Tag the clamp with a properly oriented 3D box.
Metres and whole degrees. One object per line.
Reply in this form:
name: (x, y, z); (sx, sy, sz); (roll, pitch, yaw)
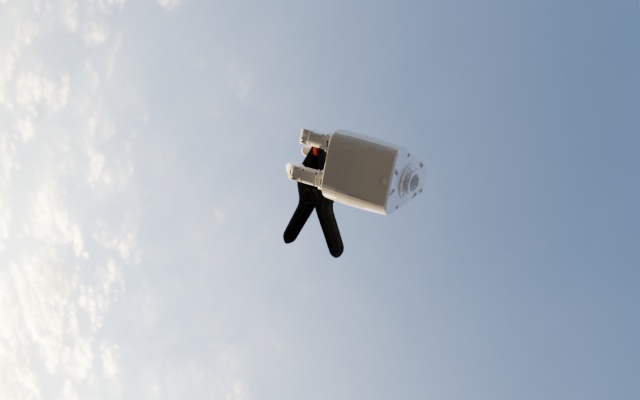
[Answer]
clamp: (0.000, 0.002, 0.726); (0.120, 0.171, 0.039); (20, 16, 35)
